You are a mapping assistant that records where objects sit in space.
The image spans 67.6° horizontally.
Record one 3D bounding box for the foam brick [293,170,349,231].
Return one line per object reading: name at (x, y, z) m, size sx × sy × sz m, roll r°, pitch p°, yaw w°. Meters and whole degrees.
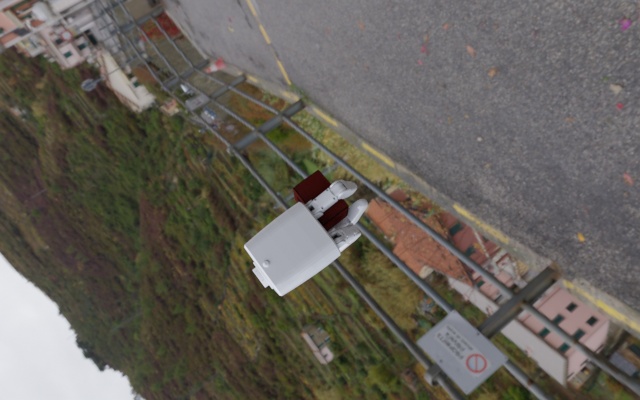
foam brick at (0.000, 0.002, 0.740) m, size 0.051 × 0.078 × 0.053 m, roll -36°, pitch -16°, yaw -10°
